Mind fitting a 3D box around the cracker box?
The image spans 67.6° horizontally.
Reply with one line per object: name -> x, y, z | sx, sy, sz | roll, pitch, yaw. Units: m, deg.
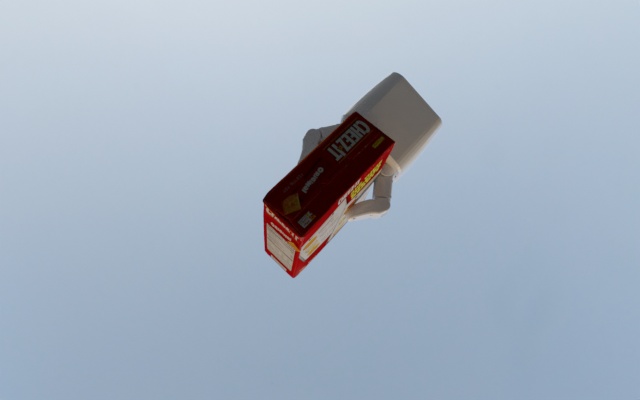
cracker box -> 0.000, 0.002, 0.632 | 0.072, 0.164, 0.214 | 41, -19, 10
